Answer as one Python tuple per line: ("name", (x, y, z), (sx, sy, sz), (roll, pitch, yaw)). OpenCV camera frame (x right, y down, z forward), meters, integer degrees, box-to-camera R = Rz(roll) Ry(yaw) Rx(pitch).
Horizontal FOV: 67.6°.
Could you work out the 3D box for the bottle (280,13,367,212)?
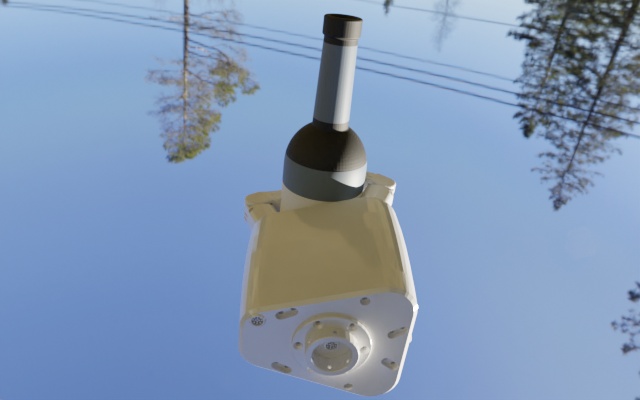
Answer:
("bottle", (0.000, 0.001, 0.400), (0.069, 0.296, 0.069), (5, 28, -3))
